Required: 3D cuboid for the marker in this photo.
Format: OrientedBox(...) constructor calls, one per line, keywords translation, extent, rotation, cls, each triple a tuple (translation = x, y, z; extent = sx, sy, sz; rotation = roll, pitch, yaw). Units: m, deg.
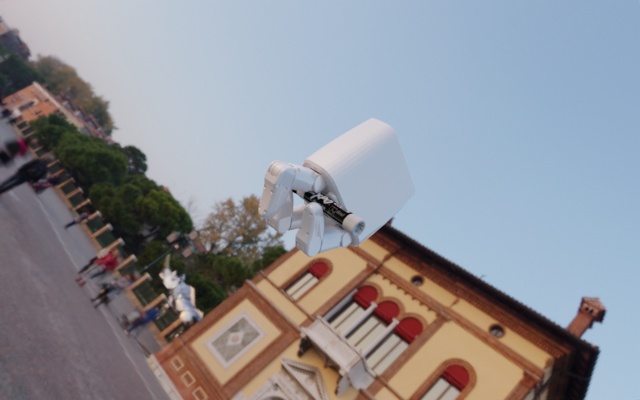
OrientedBox(translation=(0.000, 0.002, 0.514), extent=(0.020, 0.020, 0.121), rotation=(0, 26, -46), cls="marker")
